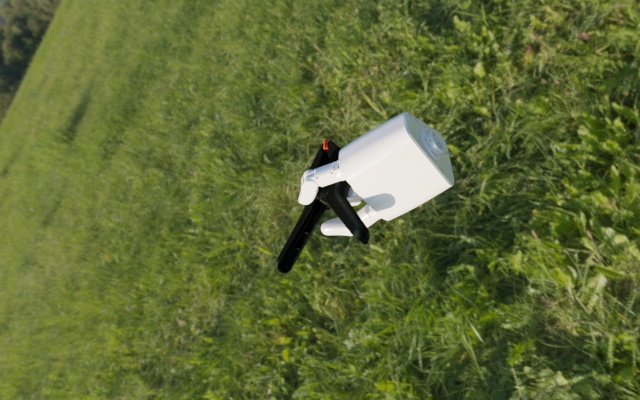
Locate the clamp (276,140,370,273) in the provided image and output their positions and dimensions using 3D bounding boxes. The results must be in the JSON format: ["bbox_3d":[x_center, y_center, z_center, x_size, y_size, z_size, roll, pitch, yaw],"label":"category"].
[{"bbox_3d":[0.000,0.001,0.695,0.164,0.209,0.036,-30,-48,33],"label":"clamp"}]
